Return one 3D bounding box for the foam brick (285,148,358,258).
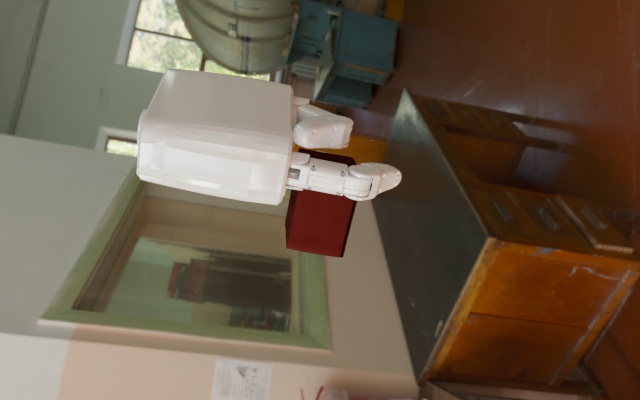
[{"bbox_3d":[0.000,0.002,0.418,0.051,0.078,0.053,8,23,-10],"label":"foam brick"}]
